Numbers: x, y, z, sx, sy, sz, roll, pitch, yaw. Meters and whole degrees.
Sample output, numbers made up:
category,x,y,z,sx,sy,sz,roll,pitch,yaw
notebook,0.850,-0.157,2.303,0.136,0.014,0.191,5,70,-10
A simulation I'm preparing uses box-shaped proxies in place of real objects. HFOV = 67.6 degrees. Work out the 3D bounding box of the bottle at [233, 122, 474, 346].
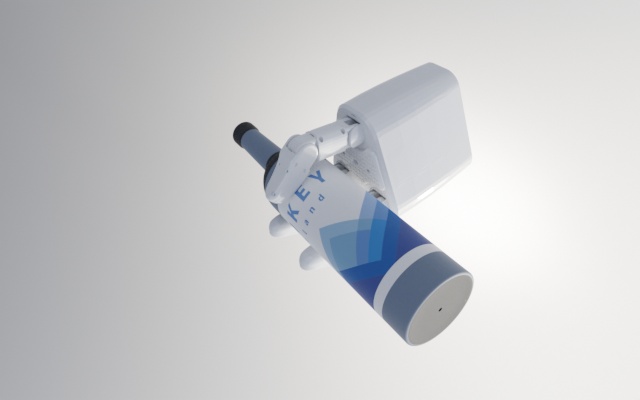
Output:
category,x,y,z,sx,sy,sz,roll,pitch,yaw
bottle,0.000,0.002,0.426,0.069,0.069,0.295,0,31,-42
